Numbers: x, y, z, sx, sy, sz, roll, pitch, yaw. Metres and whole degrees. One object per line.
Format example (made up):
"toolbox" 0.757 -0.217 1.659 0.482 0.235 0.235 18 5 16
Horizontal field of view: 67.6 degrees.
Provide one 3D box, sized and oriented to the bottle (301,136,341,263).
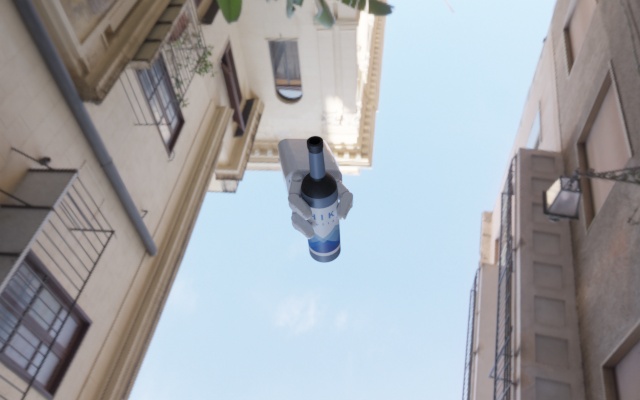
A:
"bottle" 0.000 0.003 0.883 0.069 0.069 0.296 0 -43 5
